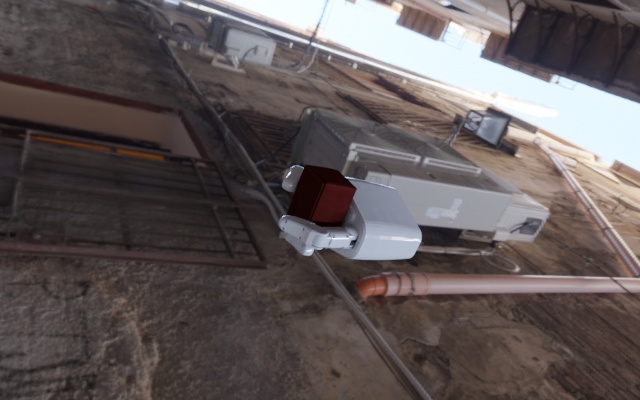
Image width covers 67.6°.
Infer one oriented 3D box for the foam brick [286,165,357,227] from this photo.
[{"bbox_3d":[0.000,0.002,0.599,0.051,0.078,0.053,6,27,-34],"label":"foam brick"}]
